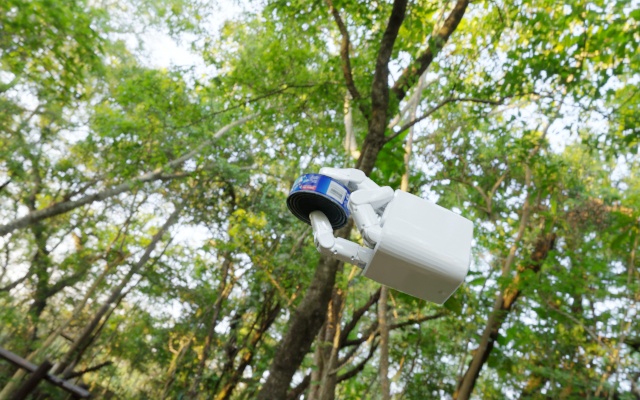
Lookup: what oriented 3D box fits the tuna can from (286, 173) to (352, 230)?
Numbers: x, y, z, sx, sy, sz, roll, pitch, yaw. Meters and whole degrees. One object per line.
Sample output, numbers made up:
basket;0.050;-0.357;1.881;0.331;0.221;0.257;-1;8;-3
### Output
tuna can;0.000;0.002;0.636;0.086;0.033;0.086;16;-31;10
